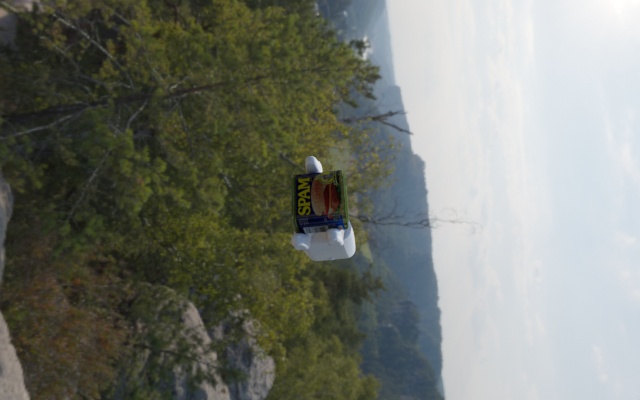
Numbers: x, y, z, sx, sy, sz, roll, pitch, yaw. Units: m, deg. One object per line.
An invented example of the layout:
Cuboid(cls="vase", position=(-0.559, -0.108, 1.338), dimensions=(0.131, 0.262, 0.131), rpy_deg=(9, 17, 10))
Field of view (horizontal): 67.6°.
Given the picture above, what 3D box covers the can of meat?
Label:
Cuboid(cls="can of meat", position=(0.000, 0.002, 0.764), dimensions=(0.084, 0.102, 0.057), rpy_deg=(-6, -31, 7))
